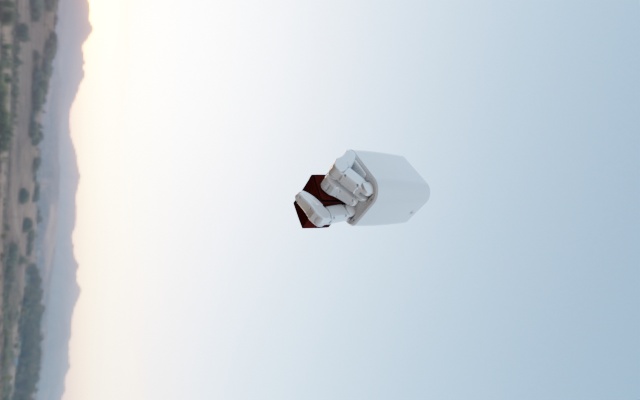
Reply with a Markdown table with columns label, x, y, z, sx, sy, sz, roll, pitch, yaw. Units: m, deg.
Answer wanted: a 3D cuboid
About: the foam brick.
| label | x | y | z | sx | sy | sz | roll | pitch | yaw |
| --- | --- | --- | --- | --- | --- | --- | --- | --- | --- |
| foam brick | 0.000 | 0.003 | 0.747 | 0.051 | 0.053 | 0.078 | -1 | -34 | -30 |
